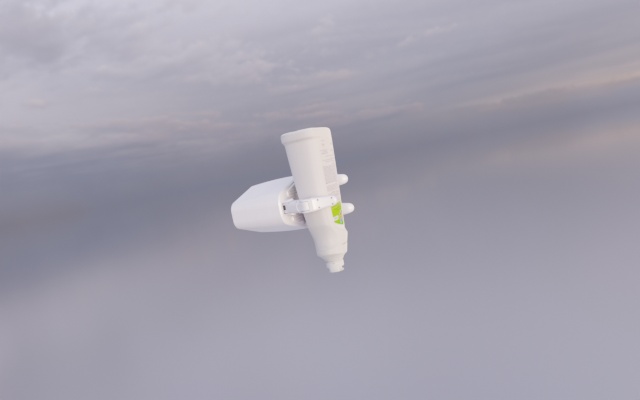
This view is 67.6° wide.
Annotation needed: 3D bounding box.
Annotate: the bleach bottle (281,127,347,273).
[{"bbox_3d":[0.000,0.003,0.831,0.068,0.251,0.102,-9,5,26],"label":"bleach bottle"}]
